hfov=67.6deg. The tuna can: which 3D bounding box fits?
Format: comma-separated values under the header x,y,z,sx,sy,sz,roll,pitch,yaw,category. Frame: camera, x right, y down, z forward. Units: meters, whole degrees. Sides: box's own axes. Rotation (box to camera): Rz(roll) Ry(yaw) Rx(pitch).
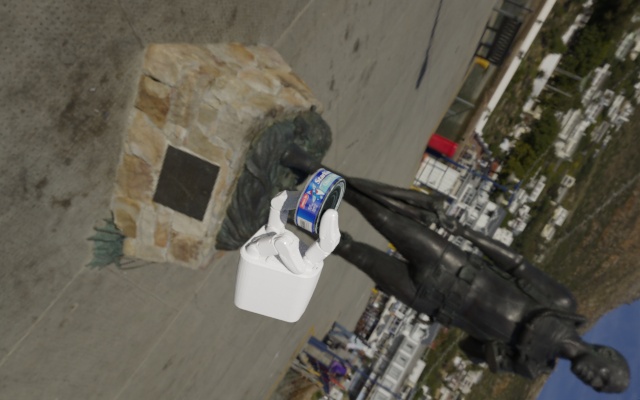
x,y,z,sx,sy,sz,roll,pitch,yaw,category
0.001,0.002,0.645,0.033,0.086,0.086,26,7,16,tuna can
